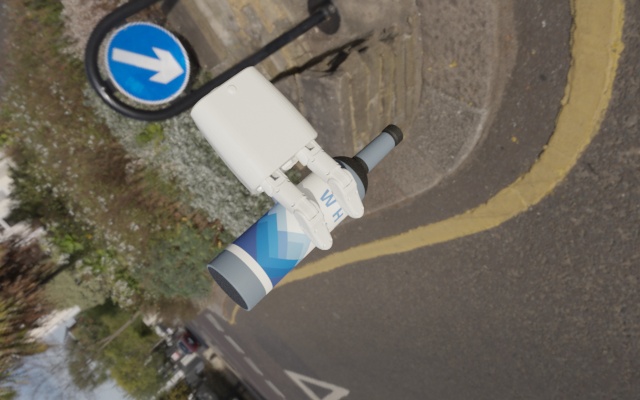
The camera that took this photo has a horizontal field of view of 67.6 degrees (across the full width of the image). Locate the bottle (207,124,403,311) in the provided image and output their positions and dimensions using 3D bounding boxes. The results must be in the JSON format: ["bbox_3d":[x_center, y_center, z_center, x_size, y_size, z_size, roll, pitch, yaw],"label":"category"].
[{"bbox_3d":[0.000,0.002,0.565,0.295,0.069,0.069,-43,21,-25],"label":"bottle"}]
